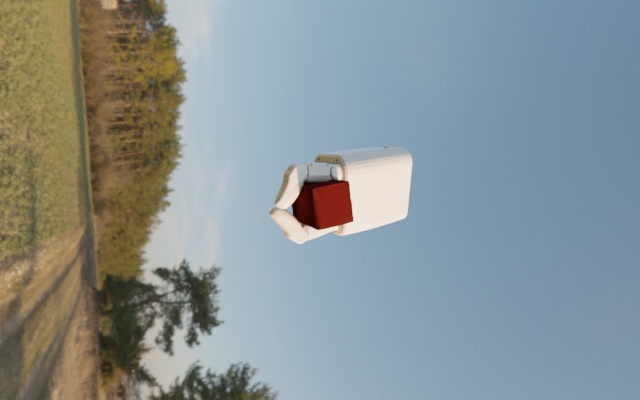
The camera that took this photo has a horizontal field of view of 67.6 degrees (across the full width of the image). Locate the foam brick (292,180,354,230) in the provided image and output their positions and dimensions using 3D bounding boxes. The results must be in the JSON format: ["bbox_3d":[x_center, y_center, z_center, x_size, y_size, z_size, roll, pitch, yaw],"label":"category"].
[{"bbox_3d":[0.000,0.002,0.602,0.051,0.053,0.078,-11,11,-23],"label":"foam brick"}]
